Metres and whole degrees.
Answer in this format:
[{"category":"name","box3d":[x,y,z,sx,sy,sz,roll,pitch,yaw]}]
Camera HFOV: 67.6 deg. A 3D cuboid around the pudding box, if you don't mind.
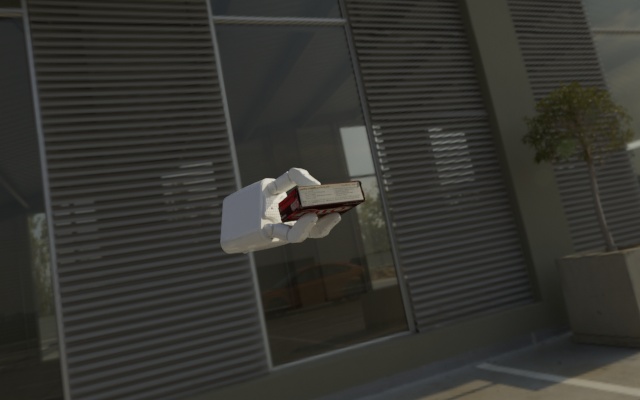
[{"category":"pudding box","box3d":[0.000,0.002,0.751,0.113,0.039,0.090,-9,-11,-25]}]
